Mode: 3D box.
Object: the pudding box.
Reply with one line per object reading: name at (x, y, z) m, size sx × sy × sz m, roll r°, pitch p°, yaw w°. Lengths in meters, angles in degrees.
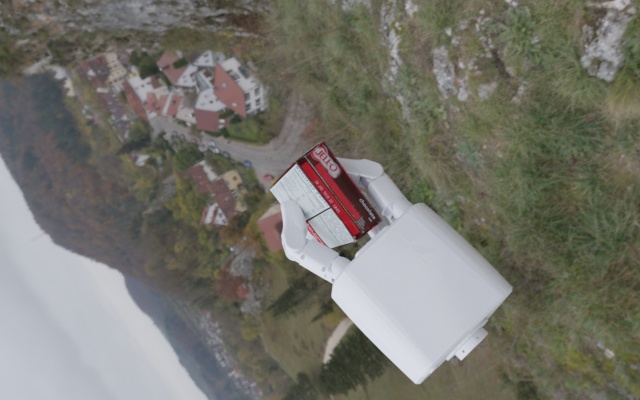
pudding box at (0.000, 0.002, 0.464) m, size 0.039 × 0.090 × 0.113 m, roll -37°, pitch 2°, yaw -23°
